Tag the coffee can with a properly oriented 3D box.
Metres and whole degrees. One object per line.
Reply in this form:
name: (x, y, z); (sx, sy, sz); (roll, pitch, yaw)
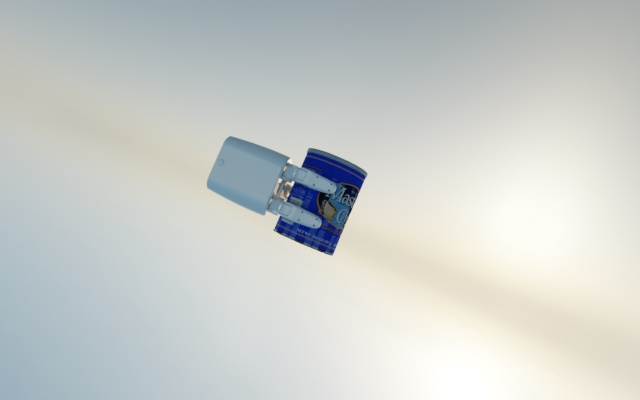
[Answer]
coffee can: (0.000, 0.002, 0.748); (0.103, 0.140, 0.103); (23, -3, 1)
